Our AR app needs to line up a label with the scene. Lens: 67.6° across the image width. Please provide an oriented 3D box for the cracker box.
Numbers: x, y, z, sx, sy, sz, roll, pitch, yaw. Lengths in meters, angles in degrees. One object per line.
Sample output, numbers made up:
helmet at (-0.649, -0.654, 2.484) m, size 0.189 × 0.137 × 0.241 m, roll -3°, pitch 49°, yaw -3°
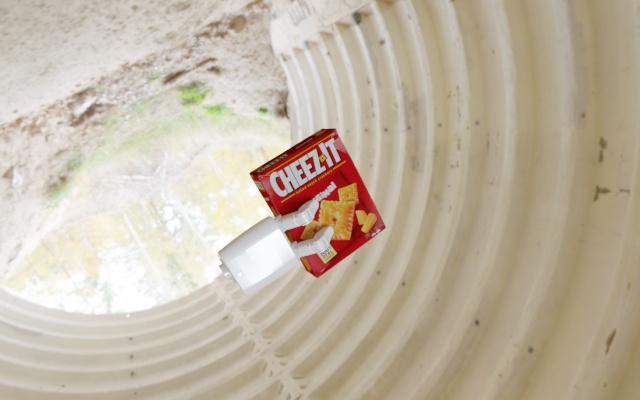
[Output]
cracker box at (0.000, 0.003, 0.851) m, size 0.164 × 0.214 × 0.072 m, roll -33°, pitch 17°, yaw -15°
